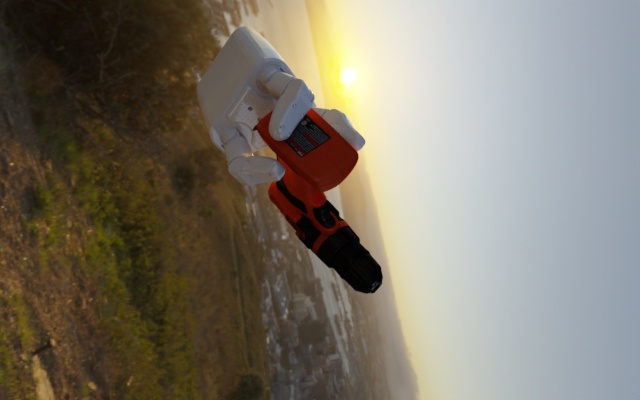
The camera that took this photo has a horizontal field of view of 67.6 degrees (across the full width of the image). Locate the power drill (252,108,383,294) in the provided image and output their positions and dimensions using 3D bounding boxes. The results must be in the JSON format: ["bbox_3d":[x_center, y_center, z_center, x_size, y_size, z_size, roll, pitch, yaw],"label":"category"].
[{"bbox_3d":[0.000,0.001,0.503,0.057,0.184,0.188,-36,-27,-19],"label":"power drill"}]
